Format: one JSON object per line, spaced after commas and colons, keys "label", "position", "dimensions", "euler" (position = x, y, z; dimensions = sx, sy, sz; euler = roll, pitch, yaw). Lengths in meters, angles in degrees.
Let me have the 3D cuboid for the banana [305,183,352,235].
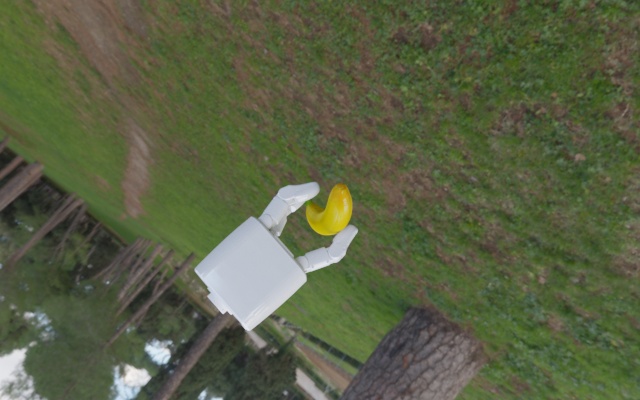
{"label": "banana", "position": [0.009, 0.018, 0.691], "dimensions": [0.037, 0.069, 0.198], "euler": [-35, 6, -17]}
